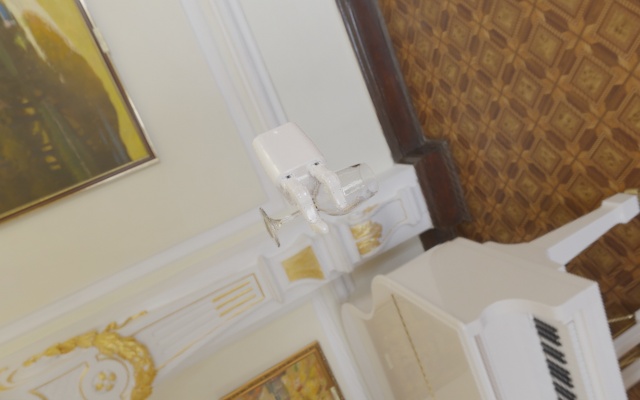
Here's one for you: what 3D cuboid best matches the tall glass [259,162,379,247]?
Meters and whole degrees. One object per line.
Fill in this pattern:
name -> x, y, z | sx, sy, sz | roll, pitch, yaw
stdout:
tall glass -> 0.000, 0.003, 0.822 | 0.201, 0.079, 0.079 | -26, 7, -15
